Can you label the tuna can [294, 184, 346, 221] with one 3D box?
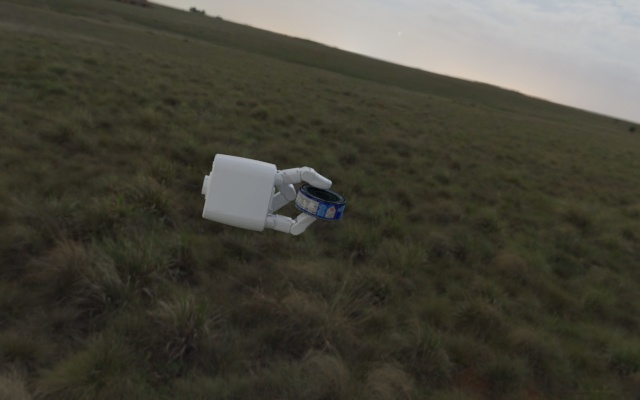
[{"bbox_3d":[0.000,0.002,0.825,0.086,0.034,0.086,17,16,-5],"label":"tuna can"}]
